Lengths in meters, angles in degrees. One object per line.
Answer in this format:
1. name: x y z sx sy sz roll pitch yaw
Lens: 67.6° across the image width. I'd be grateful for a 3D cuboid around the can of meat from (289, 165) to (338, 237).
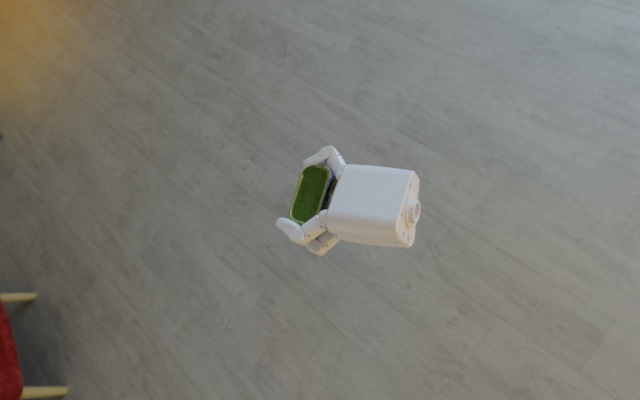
1. can of meat: 0.000 0.002 0.757 0.057 0.102 0.084 12 -11 28
